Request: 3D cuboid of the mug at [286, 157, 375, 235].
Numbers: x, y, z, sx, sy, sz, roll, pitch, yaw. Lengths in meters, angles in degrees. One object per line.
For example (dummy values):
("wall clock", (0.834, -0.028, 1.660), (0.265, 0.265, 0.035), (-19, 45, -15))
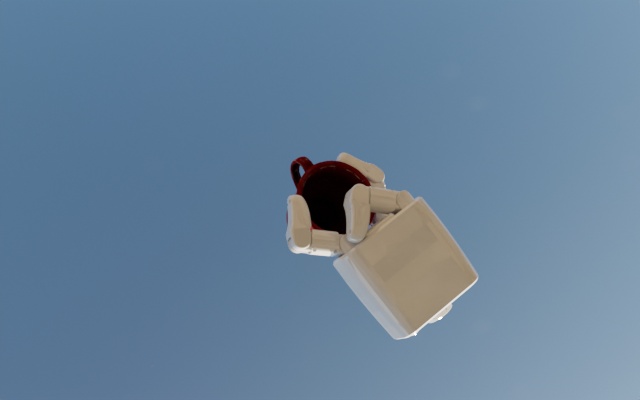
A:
("mug", (-0.001, 0.001, 0.566), (0.093, 0.117, 0.081), (-33, -7, -26))
